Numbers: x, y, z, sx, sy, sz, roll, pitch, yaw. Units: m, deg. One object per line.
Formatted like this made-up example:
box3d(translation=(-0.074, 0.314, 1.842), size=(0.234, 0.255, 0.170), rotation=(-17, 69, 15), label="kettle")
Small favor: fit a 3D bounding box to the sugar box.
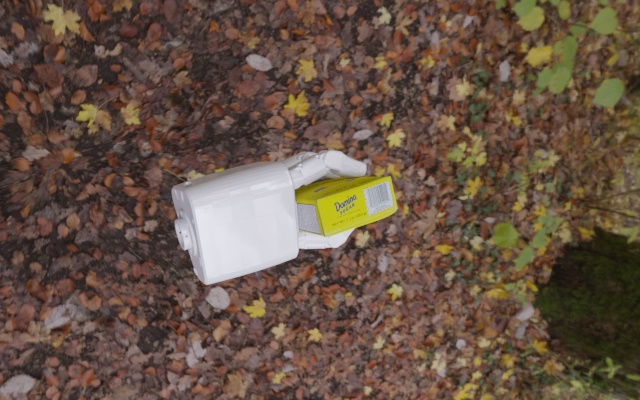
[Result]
box3d(translation=(0.000, 0.001, 0.557), size=(0.093, 0.048, 0.176), rotation=(-17, 12, -26), label="sugar box")
